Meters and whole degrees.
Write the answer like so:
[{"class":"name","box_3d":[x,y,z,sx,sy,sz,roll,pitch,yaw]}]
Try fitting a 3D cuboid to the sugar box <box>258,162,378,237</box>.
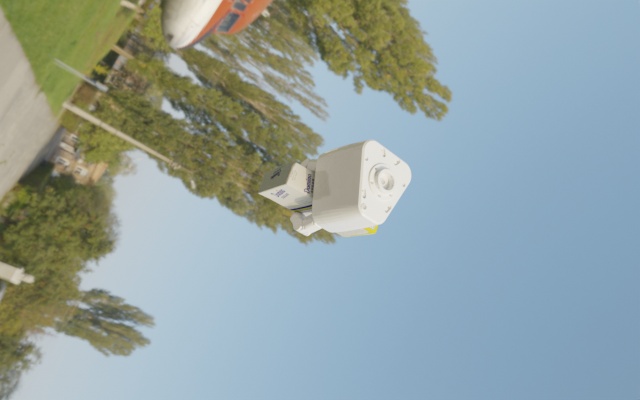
[{"class":"sugar box","box_3d":[0.000,0.002,0.752,0.176,0.048,0.093,31,-24,-27]}]
